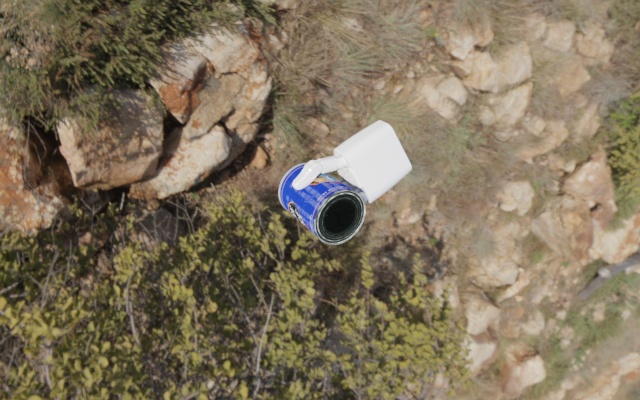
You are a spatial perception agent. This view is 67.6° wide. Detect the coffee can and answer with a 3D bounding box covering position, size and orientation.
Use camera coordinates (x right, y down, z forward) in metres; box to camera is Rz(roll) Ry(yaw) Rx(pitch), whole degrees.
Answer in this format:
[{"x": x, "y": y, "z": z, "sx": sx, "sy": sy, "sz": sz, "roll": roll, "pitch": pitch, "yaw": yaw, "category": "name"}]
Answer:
[{"x": 0.000, "y": 0.003, "z": 0.858, "sx": 0.103, "sy": 0.103, "sz": 0.140, "roll": 0, "pitch": 23, "yaw": -33, "category": "coffee can"}]
